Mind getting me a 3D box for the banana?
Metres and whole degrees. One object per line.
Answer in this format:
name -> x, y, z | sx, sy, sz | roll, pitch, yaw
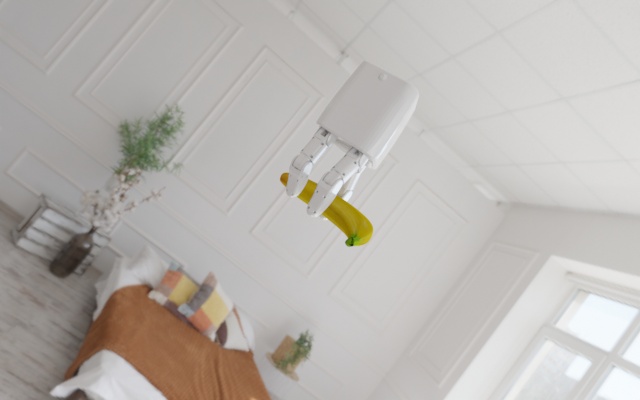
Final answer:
banana -> 0.014, 0.010, 0.642 | 0.070, 0.037, 0.197 | 28, 7, -40
